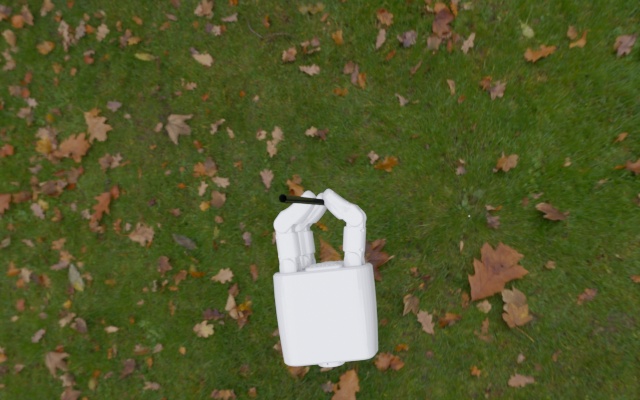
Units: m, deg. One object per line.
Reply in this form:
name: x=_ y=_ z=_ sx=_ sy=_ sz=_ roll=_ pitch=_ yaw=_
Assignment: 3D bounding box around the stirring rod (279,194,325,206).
stirring rod: x=0.000 y=0.002 z=0.566 sx=0.011 sy=0.011 sz=0.239 roll=0 pitch=-2 yaw=17
